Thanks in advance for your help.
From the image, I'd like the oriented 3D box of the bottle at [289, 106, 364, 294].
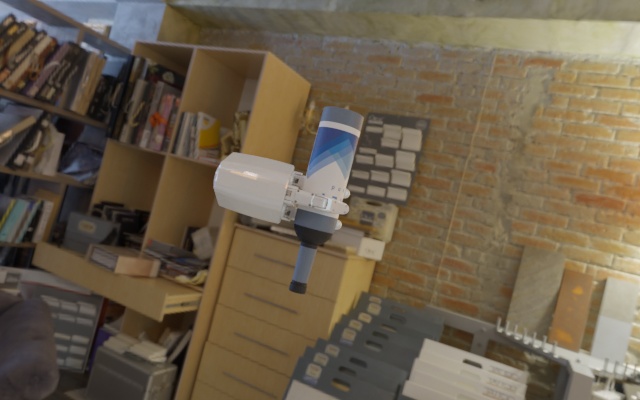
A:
[{"bbox_3d":[0.000,0.002,0.760,0.069,0.295,0.069,15,-1,0],"label":"bottle"}]
